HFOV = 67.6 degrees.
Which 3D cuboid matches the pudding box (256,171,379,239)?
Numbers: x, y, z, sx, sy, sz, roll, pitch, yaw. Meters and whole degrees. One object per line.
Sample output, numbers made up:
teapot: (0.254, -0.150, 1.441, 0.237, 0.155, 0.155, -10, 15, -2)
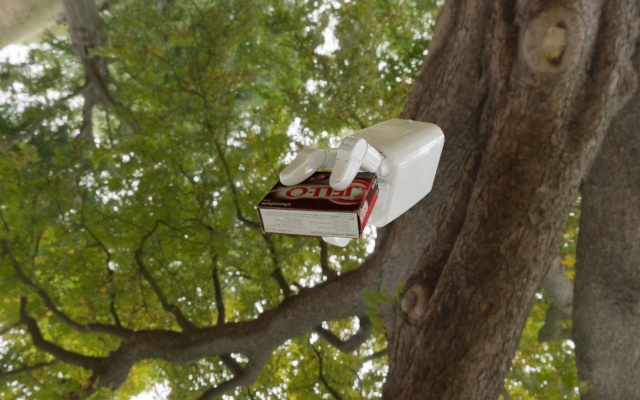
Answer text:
pudding box: (0.000, 0.002, 0.522, 0.113, 0.039, 0.090, 0, 27, 19)
